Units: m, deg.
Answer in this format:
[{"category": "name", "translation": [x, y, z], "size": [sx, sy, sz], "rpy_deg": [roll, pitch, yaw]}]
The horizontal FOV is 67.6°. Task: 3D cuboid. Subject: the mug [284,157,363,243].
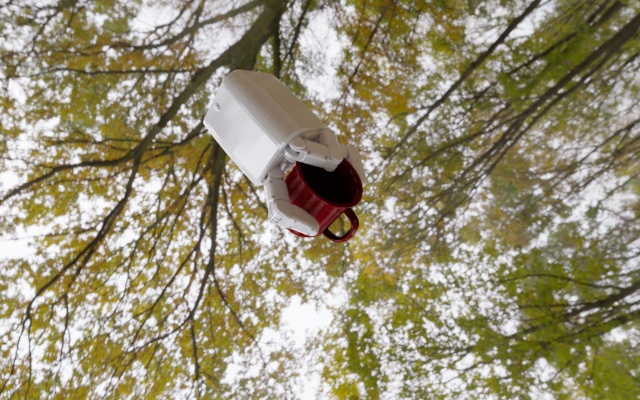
[{"category": "mug", "translation": [0.001, 0.003, 0.592], "size": [0.093, 0.117, 0.081], "rpy_deg": [-33, -12, -48]}]
